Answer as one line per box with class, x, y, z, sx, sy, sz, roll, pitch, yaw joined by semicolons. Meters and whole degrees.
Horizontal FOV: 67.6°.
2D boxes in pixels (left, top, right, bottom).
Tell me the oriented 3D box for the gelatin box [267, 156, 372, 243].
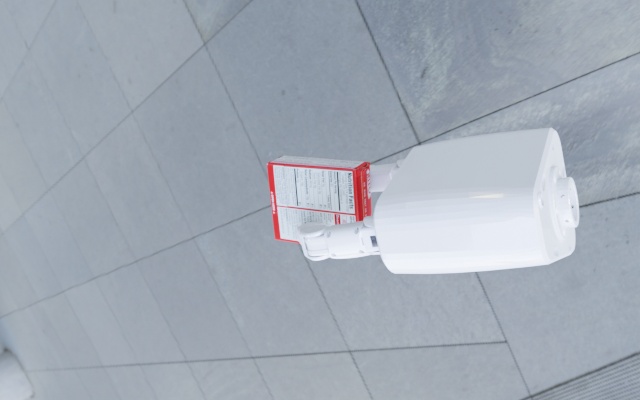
gelatin box;0.000;0.001;0.412;0.089;0.073;0.030;6;22;28
